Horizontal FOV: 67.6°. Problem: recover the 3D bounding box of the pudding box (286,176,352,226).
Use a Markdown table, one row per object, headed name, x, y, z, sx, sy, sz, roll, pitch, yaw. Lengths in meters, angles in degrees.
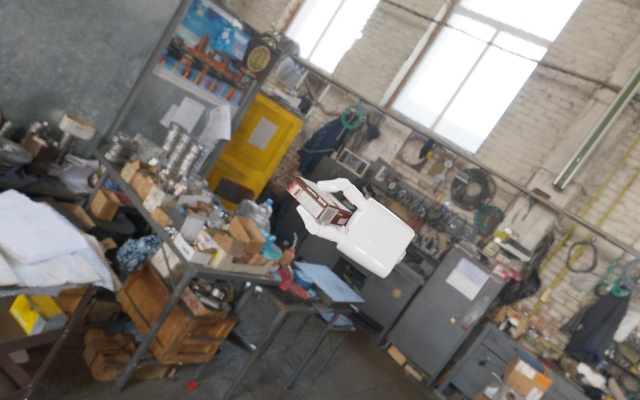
| name | x | y | z | sx | sy | sz | roll | pitch | yaw |
| --- | --- | --- | --- | --- | --- | --- | --- | --- | --- |
| pudding box | 0.000 | 0.003 | 0.897 | 0.090 | 0.039 | 0.113 | 42 | 9 | 25 |
